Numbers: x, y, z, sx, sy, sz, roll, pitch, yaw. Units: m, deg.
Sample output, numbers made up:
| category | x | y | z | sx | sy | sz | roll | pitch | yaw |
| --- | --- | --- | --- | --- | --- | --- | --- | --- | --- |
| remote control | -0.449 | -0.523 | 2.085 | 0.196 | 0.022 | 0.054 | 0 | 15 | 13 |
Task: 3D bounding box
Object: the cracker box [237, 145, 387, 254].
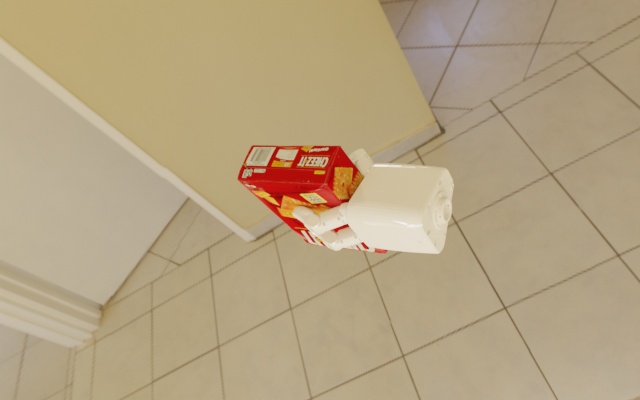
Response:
| category | x | y | z | sx | sy | sz | roll | pitch | yaw |
| --- | --- | --- | --- | --- | --- | --- | --- | --- | --- |
| cracker box | 0.000 | 0.002 | 0.735 | 0.164 | 0.072 | 0.214 | 5 | -28 | 35 |
